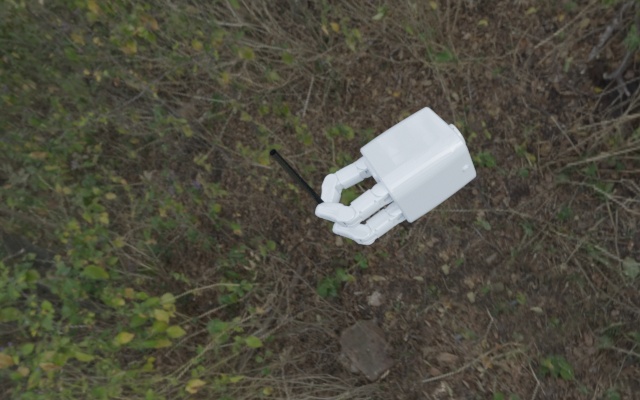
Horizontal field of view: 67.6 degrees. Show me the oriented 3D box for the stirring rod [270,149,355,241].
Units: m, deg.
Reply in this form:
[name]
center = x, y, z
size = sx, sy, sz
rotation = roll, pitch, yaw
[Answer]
[stirring rod]
center = 0.000, 0.002, 0.610
size = 0.011, 0.011, 0.240
rotation = 0, -27, 29
